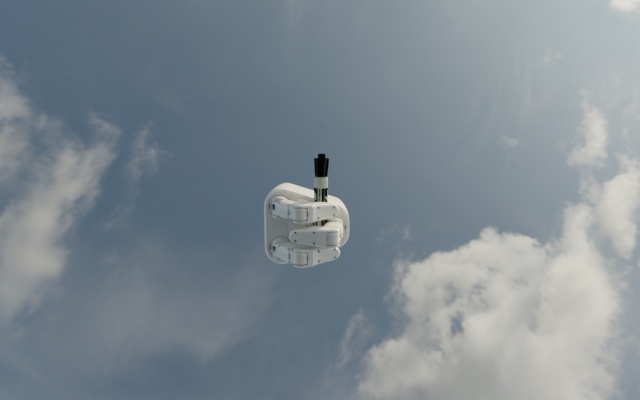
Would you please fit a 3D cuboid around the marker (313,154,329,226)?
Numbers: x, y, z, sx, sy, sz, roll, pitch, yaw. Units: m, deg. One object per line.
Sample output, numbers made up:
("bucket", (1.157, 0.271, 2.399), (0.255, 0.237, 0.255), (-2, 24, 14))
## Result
("marker", (0.000, 0.002, 0.599), (0.020, 0.121, 0.020), (1, 9, 0))
